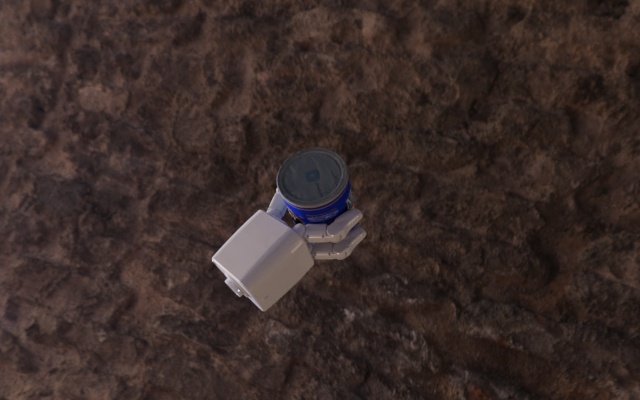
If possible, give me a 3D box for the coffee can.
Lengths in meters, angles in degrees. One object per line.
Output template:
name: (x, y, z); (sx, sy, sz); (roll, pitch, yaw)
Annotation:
coffee can: (0.000, 0.002, 0.729); (0.103, 0.102, 0.140); (0, -33, 12)
